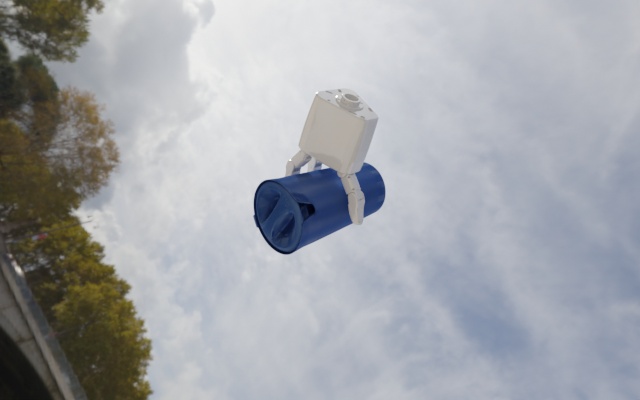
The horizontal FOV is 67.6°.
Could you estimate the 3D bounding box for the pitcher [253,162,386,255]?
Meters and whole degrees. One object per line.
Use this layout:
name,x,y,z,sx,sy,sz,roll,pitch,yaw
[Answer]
pitcher,0.000,0.003,0.895,0.243,0.145,0.149,-18,47,-41
